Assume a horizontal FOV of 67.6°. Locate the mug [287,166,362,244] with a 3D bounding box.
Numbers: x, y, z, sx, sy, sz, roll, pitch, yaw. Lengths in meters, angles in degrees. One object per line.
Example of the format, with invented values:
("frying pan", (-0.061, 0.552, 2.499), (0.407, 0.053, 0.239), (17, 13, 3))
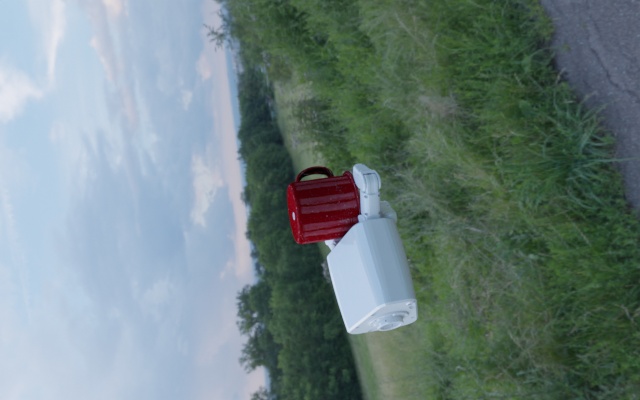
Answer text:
("mug", (0.000, 0.001, 0.633), (0.081, 0.117, 0.093), (-8, -32, -11))
